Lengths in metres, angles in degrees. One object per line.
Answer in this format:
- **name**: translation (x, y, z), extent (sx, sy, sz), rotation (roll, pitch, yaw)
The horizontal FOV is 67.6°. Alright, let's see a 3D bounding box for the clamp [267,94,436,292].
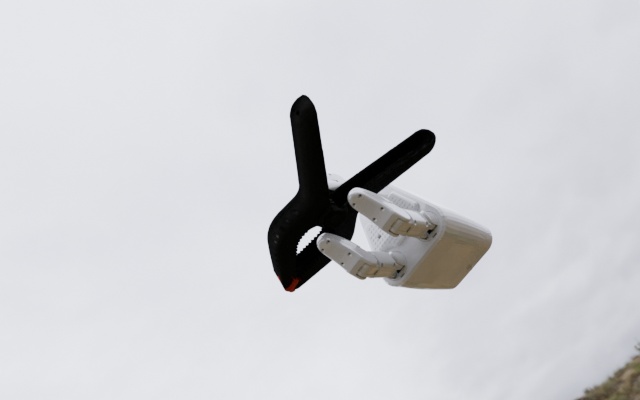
- **clamp**: translation (0.000, 0.001, 0.450), extent (0.164, 0.210, 0.036), rotation (15, 28, -41)
